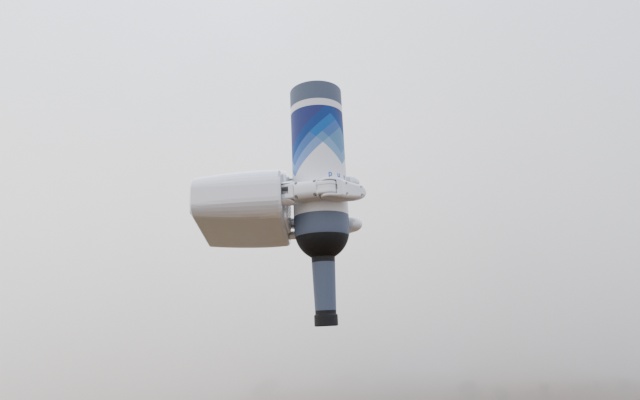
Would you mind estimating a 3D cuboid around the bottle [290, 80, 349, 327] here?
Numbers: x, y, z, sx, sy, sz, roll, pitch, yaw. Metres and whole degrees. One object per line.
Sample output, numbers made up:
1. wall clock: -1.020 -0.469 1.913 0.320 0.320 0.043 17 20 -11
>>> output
1. bottle: 0.000 0.002 0.584 0.069 0.295 0.069 -3 -15 -1
